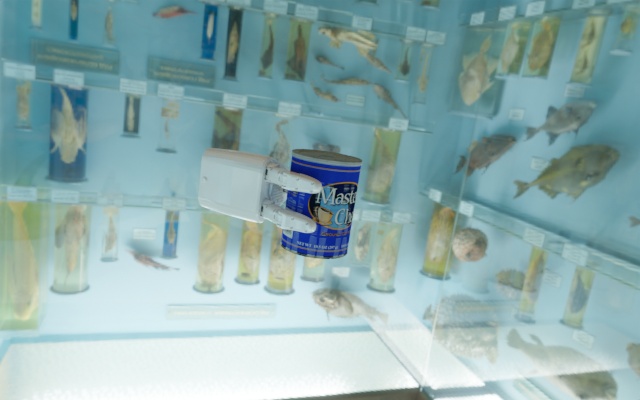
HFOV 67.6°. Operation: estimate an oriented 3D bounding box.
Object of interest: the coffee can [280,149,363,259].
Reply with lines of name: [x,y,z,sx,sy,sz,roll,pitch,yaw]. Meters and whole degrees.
coffee can: [0.000,0.002,0.699,0.103,0.140,0.102,8,12,-2]
